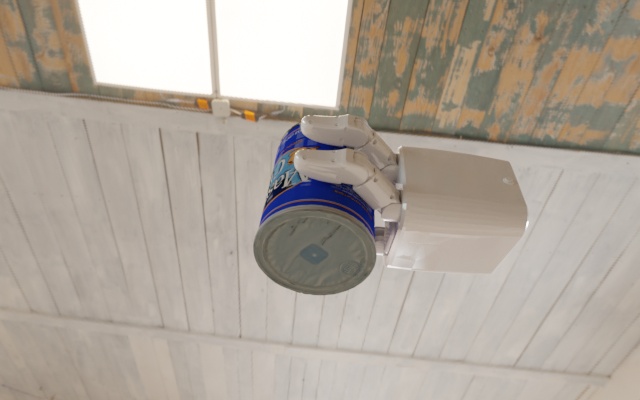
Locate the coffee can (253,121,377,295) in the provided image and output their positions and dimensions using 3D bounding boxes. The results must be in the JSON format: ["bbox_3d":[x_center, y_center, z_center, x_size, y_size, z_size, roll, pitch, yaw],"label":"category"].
[{"bbox_3d":[0.000,0.002,0.447,0.103,0.103,0.140,0,40,6],"label":"coffee can"}]
